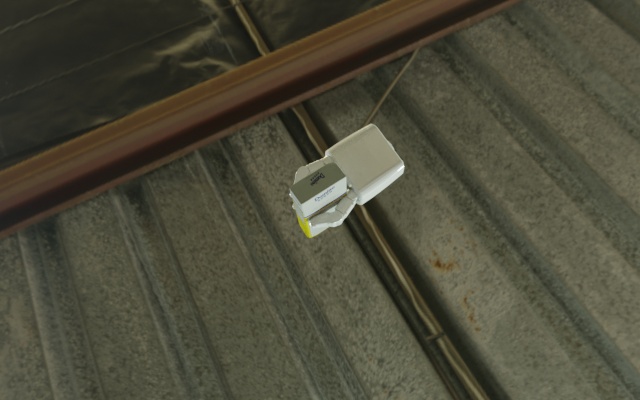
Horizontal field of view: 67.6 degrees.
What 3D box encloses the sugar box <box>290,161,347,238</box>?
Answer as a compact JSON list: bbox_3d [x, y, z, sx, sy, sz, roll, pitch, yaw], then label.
[{"bbox_3d":[0.000,0.002,0.872,0.093,0.048,0.176,-32,-24,-11],"label":"sugar box"}]
